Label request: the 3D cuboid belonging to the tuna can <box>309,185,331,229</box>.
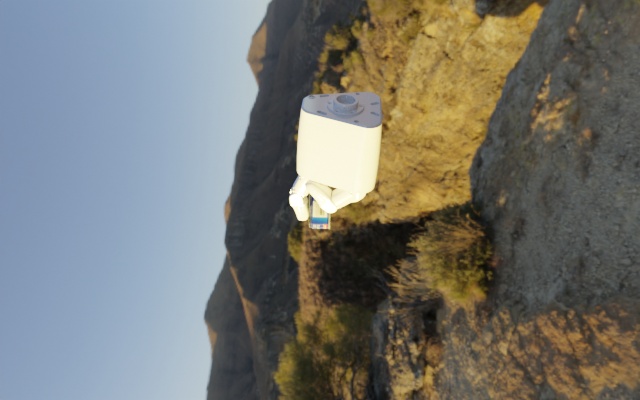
[{"bbox_3d":[0.000,0.003,0.756,0.034,0.086,0.086,1,0,1],"label":"tuna can"}]
